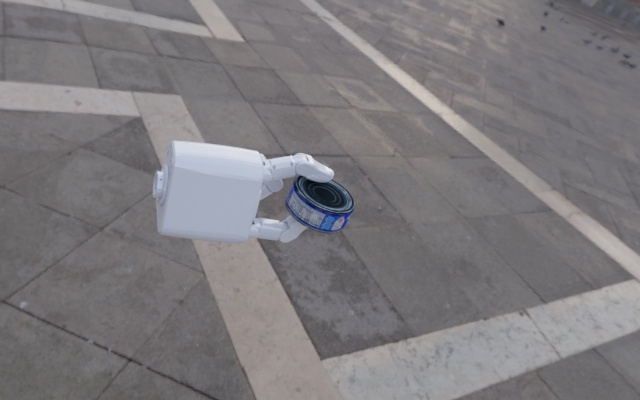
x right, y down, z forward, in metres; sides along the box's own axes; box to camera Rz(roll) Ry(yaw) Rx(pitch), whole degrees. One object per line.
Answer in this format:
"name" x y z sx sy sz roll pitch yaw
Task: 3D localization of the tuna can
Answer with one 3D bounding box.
"tuna can" 0.000 0.002 0.614 0.086 0.034 0.086 20 30 -12
